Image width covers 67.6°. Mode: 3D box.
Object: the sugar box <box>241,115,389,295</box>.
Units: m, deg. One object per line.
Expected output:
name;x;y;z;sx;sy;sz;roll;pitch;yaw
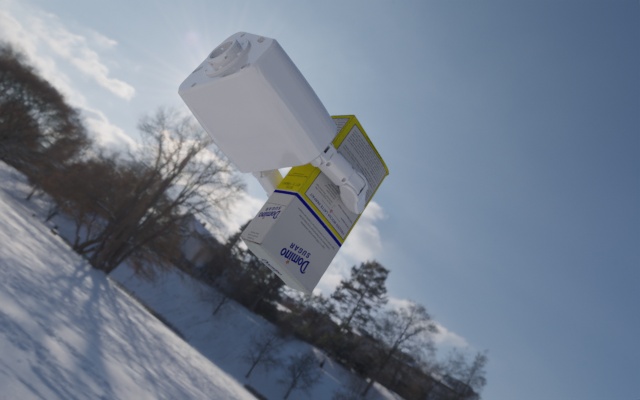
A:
sugar box;0.000;0.001;0.515;0.048;0.176;0.093;12;-32;49
